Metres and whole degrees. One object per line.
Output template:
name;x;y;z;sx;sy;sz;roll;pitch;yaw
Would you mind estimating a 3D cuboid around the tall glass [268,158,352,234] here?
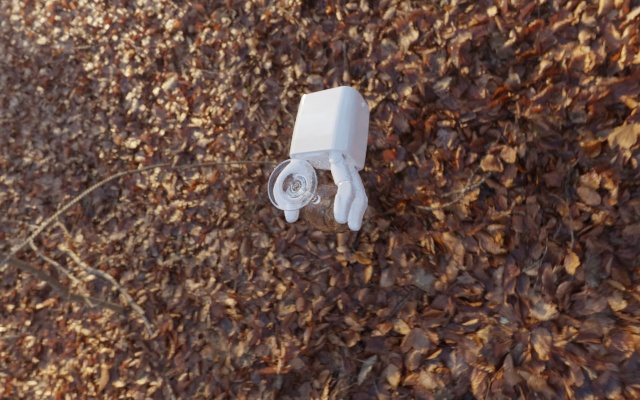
tall glass;0.000;0.002;0.730;0.079;0.079;0.201;0;-15;24
